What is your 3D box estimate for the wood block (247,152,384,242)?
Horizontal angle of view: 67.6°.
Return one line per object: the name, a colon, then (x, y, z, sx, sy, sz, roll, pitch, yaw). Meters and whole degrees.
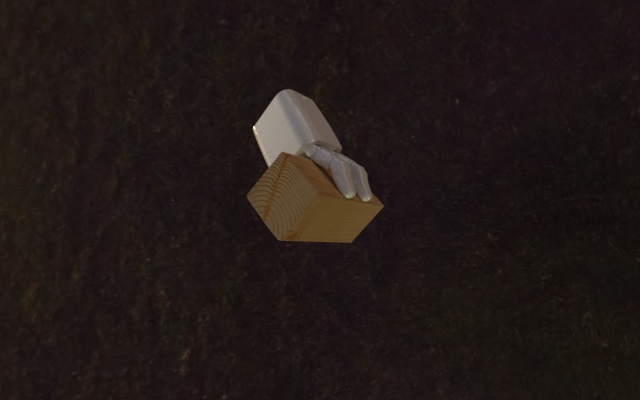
wood block: (0.000, 0.002, 0.733, 0.090, 0.091, 0.206, 50, 20, 25)
